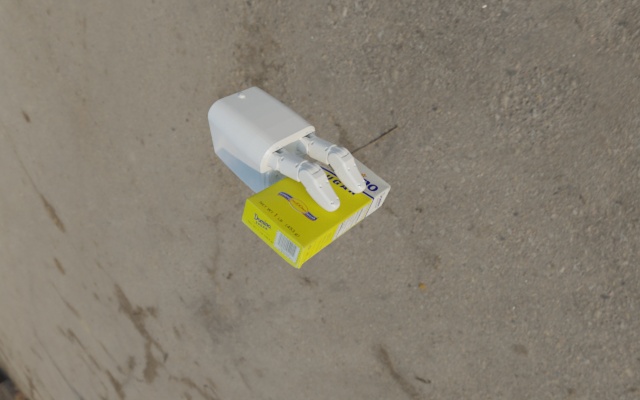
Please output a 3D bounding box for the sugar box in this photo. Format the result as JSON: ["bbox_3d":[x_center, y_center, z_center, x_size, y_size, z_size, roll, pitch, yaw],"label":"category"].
[{"bbox_3d":[0.000,0.002,0.589,0.093,0.048,0.176,39,48,18],"label":"sugar box"}]
